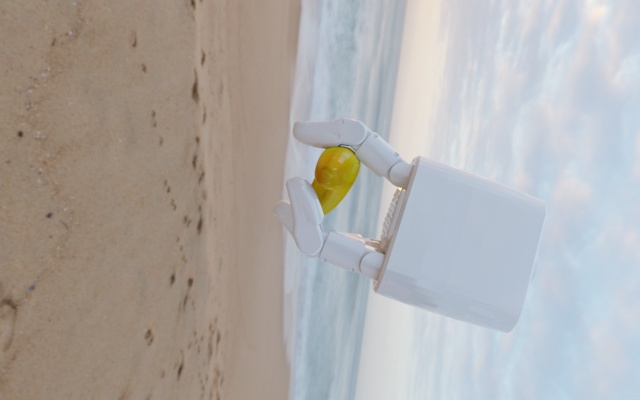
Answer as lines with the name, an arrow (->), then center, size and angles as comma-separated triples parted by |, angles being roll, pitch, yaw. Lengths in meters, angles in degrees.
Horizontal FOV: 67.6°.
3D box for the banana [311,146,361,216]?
banana -> 0.008, -0.013, 0.439 | 0.037, 0.069, 0.198 | 30, -19, 0
